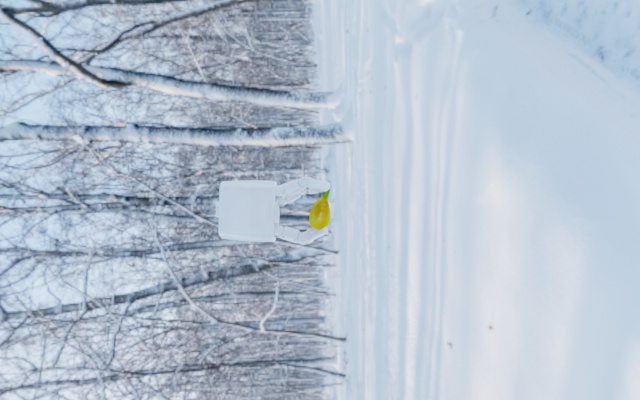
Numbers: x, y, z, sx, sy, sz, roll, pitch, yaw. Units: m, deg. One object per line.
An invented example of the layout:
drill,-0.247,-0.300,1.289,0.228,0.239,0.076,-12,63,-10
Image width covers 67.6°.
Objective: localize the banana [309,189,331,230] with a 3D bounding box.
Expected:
banana,-0.001,0.021,0.878,0.037,0.069,0.197,4,8,-1
